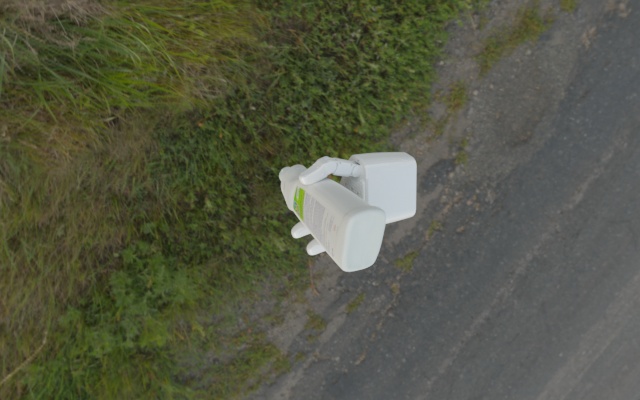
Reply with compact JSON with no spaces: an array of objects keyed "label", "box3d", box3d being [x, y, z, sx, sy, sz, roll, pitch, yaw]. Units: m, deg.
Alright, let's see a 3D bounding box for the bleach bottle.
[{"label":"bleach bottle","box3d":[0.000,0.003,0.746,0.068,0.103,0.250,-8,31,-29]}]
